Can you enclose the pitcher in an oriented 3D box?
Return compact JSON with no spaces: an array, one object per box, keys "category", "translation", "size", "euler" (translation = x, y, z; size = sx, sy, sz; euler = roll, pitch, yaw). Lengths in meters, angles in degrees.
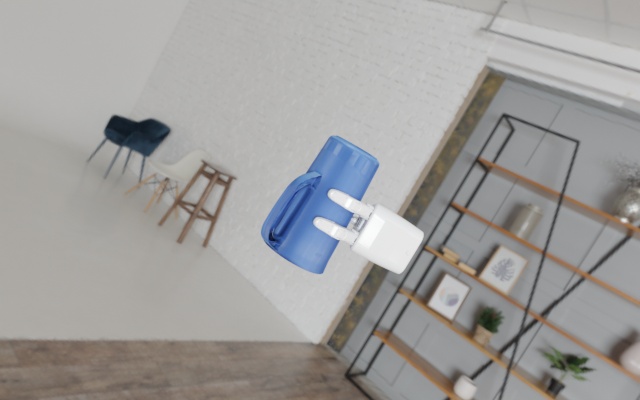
[{"category":"pitcher","translation":[0.000,0.003,0.886],"size":[0.145,0.243,0.149],"euler":[30,5,-5]}]
